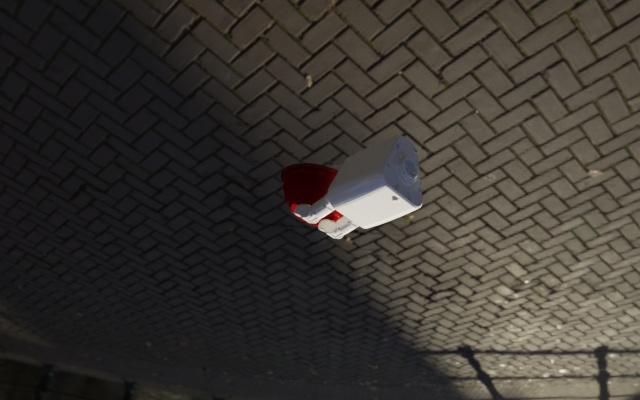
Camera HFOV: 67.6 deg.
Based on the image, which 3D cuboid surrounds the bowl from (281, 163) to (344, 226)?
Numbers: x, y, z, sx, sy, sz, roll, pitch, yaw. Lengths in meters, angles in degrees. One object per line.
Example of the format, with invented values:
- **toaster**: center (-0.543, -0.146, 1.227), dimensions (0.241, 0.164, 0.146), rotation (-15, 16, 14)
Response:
- **bowl**: center (-0.001, 0.003, 0.817), dimensions (0.162, 0.055, 0.162), rotation (16, -24, 7)
